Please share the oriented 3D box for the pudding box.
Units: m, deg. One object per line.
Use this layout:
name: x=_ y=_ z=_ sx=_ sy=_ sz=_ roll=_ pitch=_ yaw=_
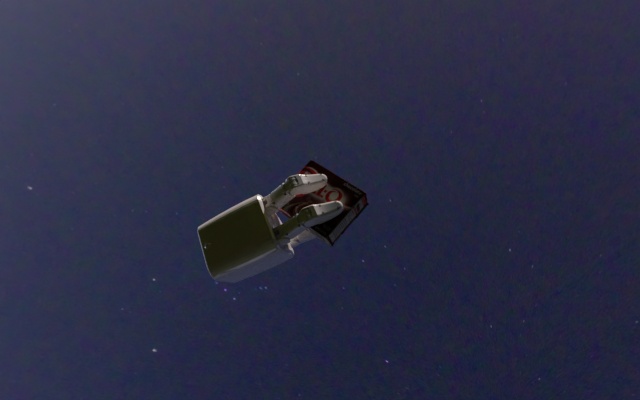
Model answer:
pudding box: x=0.000 y=0.002 z=0.707 sx=0.113 sy=0.090 sz=0.039 roll=34 pitch=-16 yaw=28
